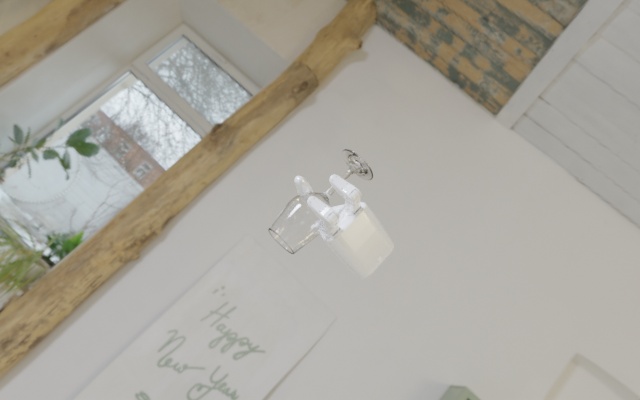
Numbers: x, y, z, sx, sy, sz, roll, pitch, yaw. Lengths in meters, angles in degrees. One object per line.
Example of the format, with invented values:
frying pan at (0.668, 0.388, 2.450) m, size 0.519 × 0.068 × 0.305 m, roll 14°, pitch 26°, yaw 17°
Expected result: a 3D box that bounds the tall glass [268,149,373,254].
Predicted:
tall glass at (0.000, 0.002, 0.841) m, size 0.201 × 0.079 × 0.079 m, roll -45°, pitch 15°, yaw -16°
